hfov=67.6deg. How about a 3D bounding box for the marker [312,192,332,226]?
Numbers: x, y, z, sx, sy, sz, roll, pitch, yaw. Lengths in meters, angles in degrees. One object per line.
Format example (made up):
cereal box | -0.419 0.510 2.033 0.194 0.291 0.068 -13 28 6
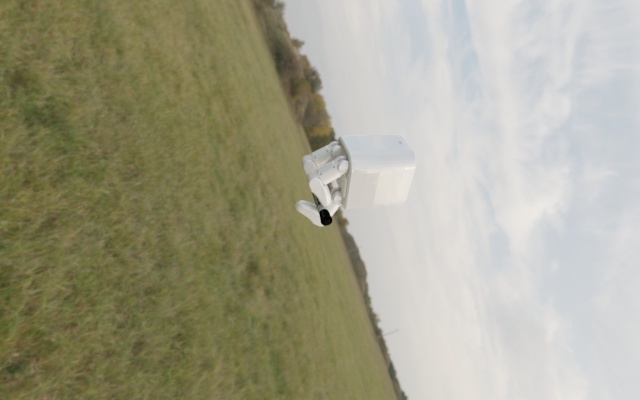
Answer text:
marker | 0.000 0.003 0.776 0.020 0.020 0.121 0 32 -12
